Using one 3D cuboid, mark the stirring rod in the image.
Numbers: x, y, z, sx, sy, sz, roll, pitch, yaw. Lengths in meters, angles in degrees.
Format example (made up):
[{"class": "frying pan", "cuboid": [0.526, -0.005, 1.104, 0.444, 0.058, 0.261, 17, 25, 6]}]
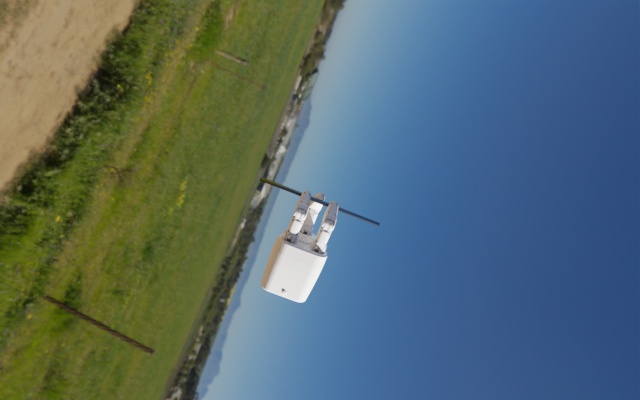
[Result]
[{"class": "stirring rod", "cuboid": [0.000, 0.003, 0.896, 0.239, 0.011, 0.011, 21, -2, -6]}]
